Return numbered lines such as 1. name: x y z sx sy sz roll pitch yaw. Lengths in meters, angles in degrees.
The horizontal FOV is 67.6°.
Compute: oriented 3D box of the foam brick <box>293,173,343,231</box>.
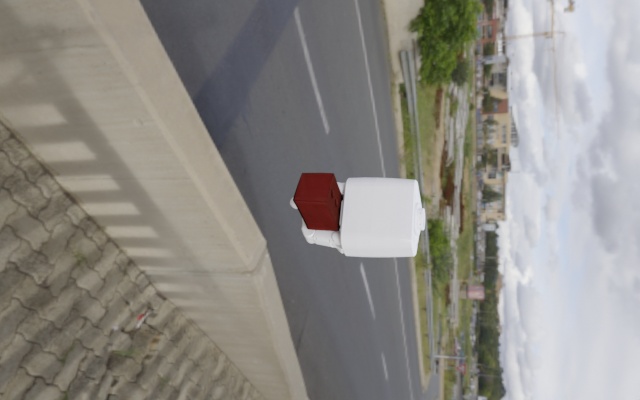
1. foam brick: 0.000 0.002 0.702 0.051 0.053 0.078 2 -35 20
